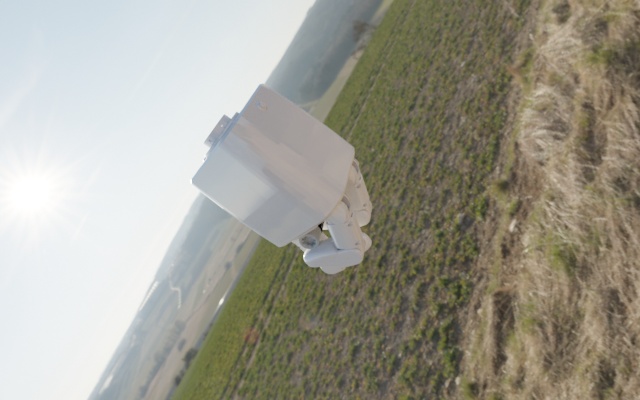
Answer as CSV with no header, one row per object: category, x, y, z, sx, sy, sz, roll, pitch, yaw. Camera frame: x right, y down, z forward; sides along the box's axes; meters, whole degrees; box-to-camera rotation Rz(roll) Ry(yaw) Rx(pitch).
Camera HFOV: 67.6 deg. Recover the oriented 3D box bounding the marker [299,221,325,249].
marker,0.000,0.002,0.481,0.020,0.020,0.121,0,37,13
